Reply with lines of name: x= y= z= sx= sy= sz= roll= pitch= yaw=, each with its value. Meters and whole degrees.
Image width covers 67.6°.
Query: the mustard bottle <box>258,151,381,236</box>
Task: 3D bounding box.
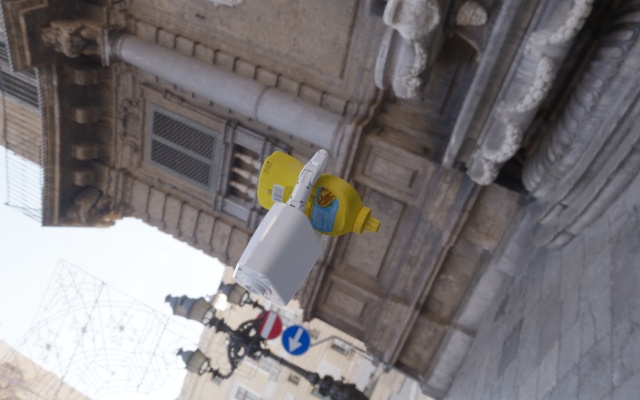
mustard bottle: x=0.000 y=0.002 z=0.721 sx=0.191 sy=0.096 sz=0.058 roll=24 pitch=37 yaw=14
